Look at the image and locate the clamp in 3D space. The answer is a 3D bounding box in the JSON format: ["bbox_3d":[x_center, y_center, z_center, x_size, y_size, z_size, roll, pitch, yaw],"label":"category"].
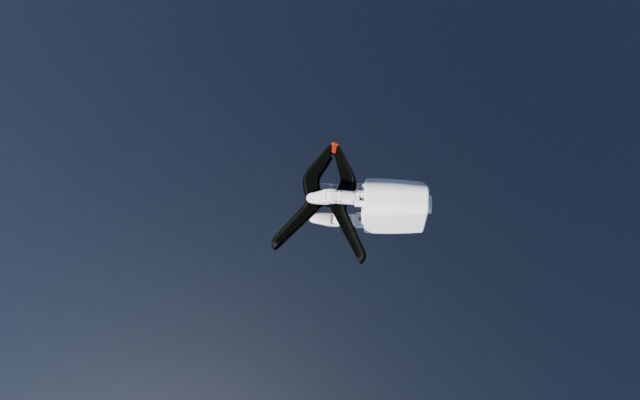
[{"bbox_3d":[0.000,0.002,0.836,0.164,0.210,0.036,2,-10,6],"label":"clamp"}]
